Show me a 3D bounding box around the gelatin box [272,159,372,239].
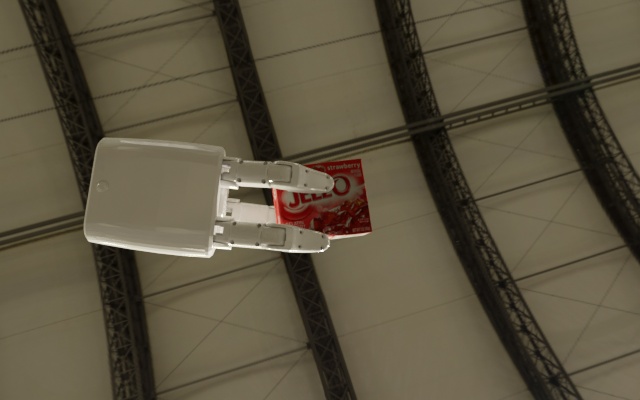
[{"bbox_3d":[0.000,0.002,0.460,0.089,0.073,0.030,-6,-7,-13],"label":"gelatin box"}]
